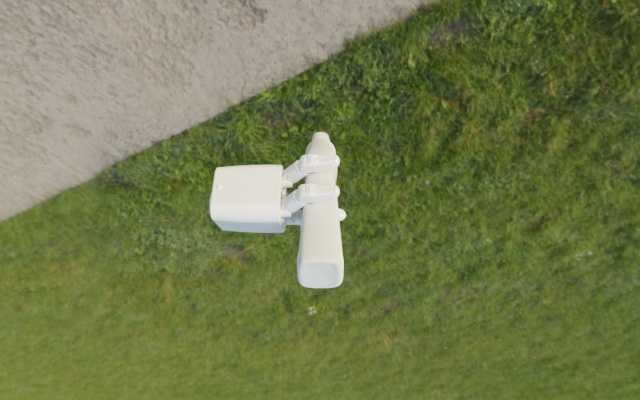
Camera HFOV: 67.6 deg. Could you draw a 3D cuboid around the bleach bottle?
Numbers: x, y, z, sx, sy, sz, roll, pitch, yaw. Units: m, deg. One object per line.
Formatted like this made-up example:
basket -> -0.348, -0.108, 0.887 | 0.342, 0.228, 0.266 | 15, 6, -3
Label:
bleach bottle -> 0.000, 0.002, 0.752 | 0.068, 0.250, 0.103 | 0, -33, 0
